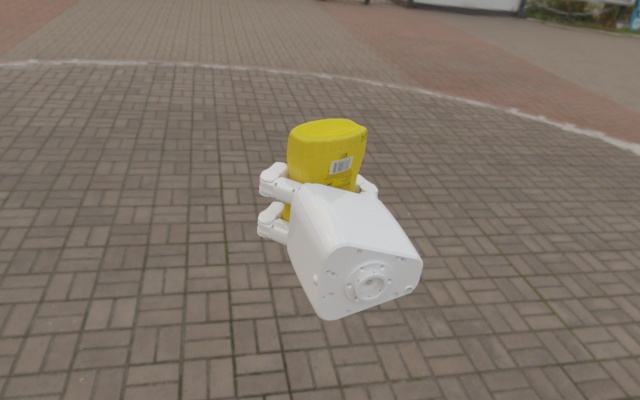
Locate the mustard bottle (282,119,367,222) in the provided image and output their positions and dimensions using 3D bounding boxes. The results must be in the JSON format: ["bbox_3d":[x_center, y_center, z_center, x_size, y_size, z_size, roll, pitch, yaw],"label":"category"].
[{"bbox_3d":[0.000,0.001,0.575,0.096,0.192,0.058,-19,39,-38],"label":"mustard bottle"}]
